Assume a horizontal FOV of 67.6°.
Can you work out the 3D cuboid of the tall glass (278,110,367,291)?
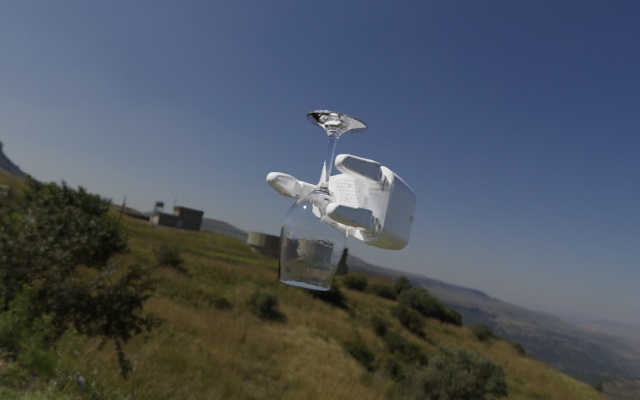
[{"bbox_3d":[0.000,0.001,0.564,0.079,0.201,0.079,11,-7,2],"label":"tall glass"}]
